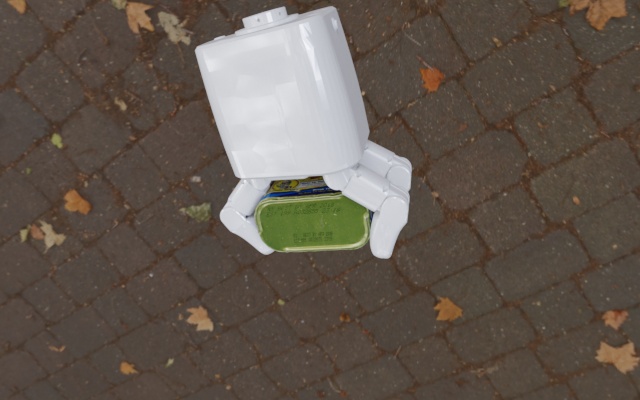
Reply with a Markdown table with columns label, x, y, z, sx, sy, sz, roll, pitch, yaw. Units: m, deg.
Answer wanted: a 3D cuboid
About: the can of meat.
| label | x | y | z | sx | sy | sz | roll | pitch | yaw |
| --- | --- | --- | --- | --- | --- | --- | --- | --- | --- |
| can of meat | 0.000 | 0.002 | 0.424 | 0.102 | 0.057 | 0.084 | -5 | 25 | 14 |
